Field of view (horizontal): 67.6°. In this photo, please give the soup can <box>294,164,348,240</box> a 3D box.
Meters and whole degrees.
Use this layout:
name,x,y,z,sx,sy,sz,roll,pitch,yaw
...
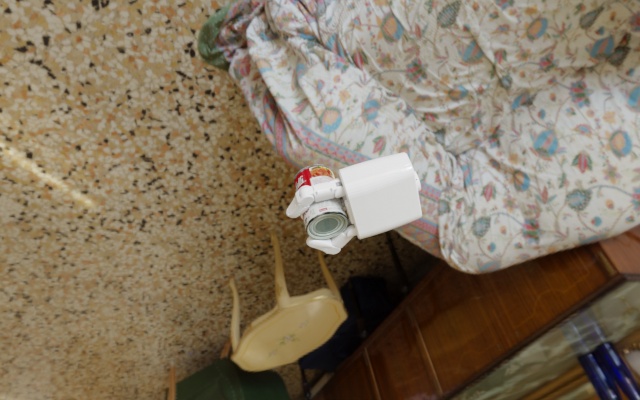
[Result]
name,x,y,z,sx,sy,sz,roll,pitch,yaw
soup can,0.000,0.003,0.756,0.068,0.102,0.069,-10,-39,-8
